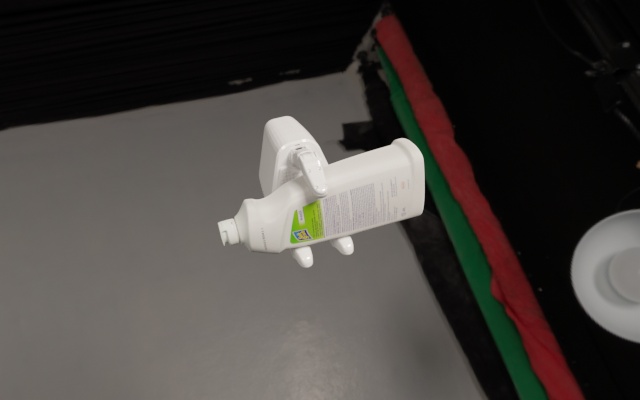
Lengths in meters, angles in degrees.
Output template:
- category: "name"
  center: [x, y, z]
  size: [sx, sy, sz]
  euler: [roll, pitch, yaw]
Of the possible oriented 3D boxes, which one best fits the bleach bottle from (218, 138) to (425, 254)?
- category: "bleach bottle"
  center: [0.000, 0.002, 0.583]
  size: [0.251, 0.103, 0.068]
  euler: [-15, 32, -12]
